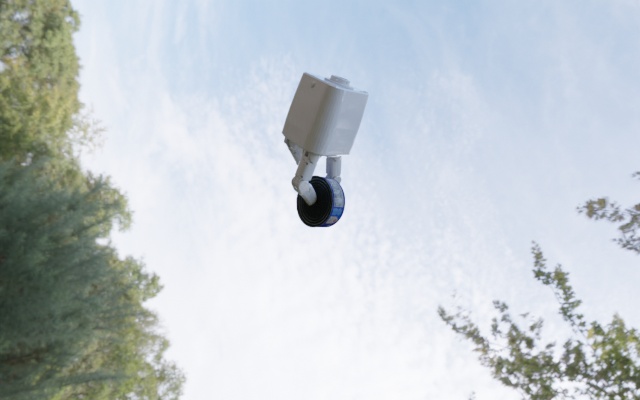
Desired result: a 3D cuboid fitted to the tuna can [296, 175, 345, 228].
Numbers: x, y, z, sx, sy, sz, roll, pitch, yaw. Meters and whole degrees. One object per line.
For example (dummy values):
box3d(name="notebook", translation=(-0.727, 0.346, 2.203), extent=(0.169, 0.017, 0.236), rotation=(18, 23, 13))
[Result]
box3d(name="tuna can", translation=(0.001, 0.003, 0.792), extent=(0.086, 0.086, 0.034), rotation=(0, -4, 45))
